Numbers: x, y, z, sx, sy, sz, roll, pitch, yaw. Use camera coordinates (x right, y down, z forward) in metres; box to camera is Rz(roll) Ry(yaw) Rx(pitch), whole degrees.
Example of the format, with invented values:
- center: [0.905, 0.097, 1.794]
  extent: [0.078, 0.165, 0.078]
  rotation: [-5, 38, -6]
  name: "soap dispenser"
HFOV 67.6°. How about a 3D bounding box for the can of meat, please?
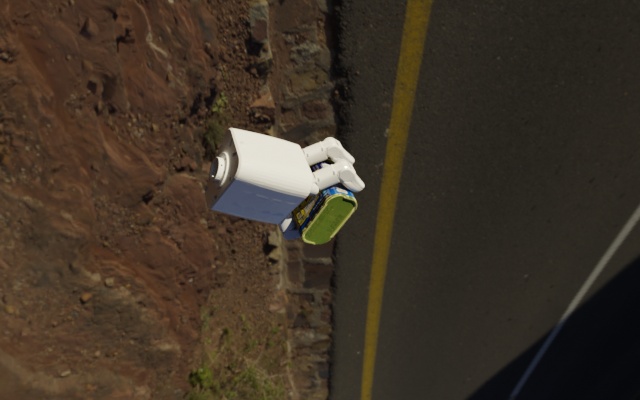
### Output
- center: [0.000, 0.003, 0.696]
  extent: [0.057, 0.102, 0.084]
  rotation: [16, 35, -34]
  name: "can of meat"
